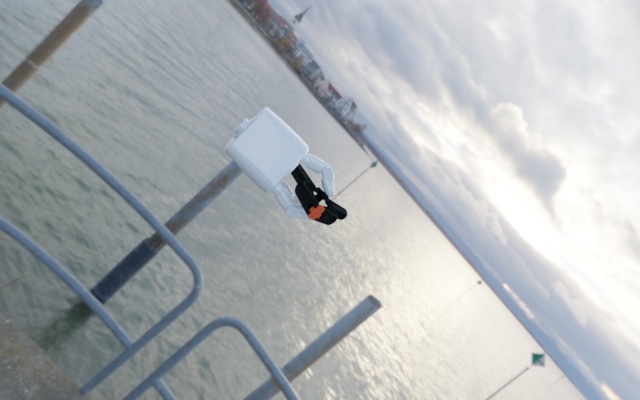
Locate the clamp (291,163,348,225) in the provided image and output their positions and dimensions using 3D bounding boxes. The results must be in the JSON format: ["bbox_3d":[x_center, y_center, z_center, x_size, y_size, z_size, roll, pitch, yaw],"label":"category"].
[{"bbox_3d":[0.001,0.002,0.881,0.164,0.036,0.210,43,10,-16],"label":"clamp"}]
